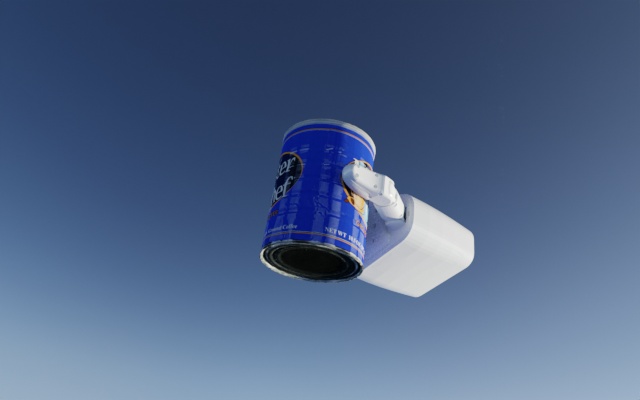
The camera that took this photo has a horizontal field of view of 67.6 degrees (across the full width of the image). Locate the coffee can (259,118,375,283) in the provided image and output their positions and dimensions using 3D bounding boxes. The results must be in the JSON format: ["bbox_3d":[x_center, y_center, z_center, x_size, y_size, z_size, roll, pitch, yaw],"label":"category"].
[{"bbox_3d":[0.000,0.001,0.495,0.103,0.140,0.103,7,-28,4],"label":"coffee can"}]
